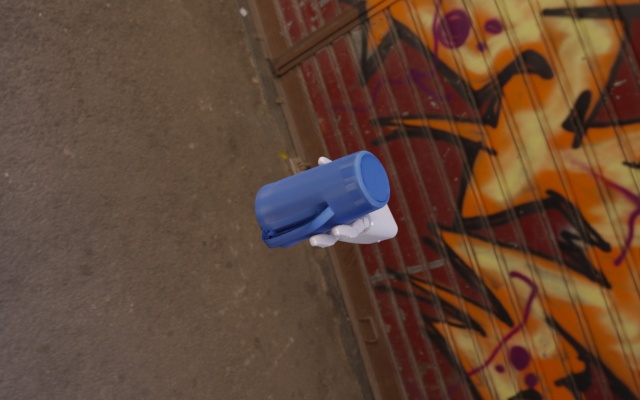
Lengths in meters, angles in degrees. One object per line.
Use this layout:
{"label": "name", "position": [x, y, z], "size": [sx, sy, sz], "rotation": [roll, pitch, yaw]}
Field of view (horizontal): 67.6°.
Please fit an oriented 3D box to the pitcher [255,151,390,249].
{"label": "pitcher", "position": [0.000, 0.003, 0.894], "size": [0.243, 0.149, 0.145], "rotation": [-21, -22, 34]}
